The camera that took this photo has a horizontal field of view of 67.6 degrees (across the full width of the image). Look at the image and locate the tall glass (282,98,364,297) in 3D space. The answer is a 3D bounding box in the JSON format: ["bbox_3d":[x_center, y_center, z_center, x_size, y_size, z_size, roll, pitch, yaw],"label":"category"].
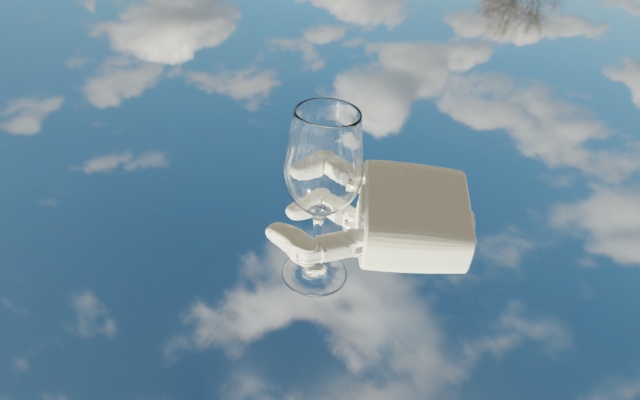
[{"bbox_3d":[0.000,0.002,0.483,0.079,0.201,0.079,3,36,-2],"label":"tall glass"}]
